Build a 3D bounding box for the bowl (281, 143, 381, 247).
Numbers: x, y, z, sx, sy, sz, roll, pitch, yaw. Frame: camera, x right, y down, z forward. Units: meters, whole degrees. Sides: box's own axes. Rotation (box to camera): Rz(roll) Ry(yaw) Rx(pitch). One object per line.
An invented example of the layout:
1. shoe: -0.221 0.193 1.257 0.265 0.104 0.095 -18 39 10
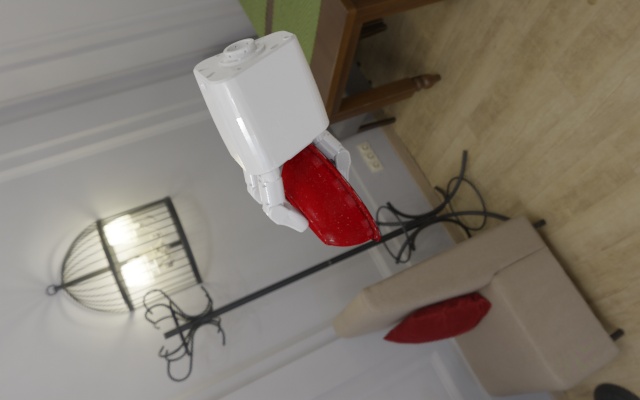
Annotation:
1. bowl: 0.000 0.003 0.576 0.055 0.162 0.162 -39 5 -7
